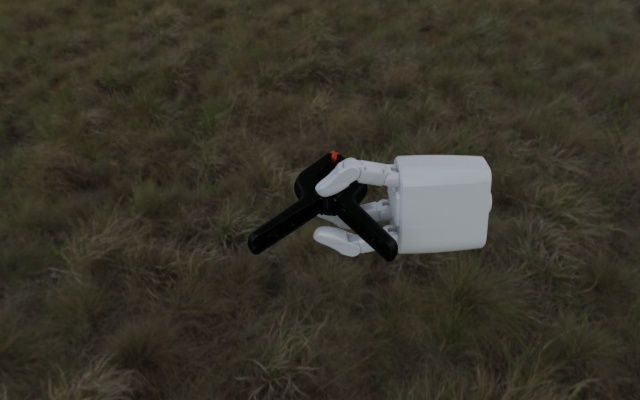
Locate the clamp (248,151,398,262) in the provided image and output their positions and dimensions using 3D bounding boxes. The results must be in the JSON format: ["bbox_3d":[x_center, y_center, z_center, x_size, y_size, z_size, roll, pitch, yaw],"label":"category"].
[{"bbox_3d":[0.000,0.001,0.592,0.164,0.036,0.209,-1,35,-1],"label":"clamp"}]
